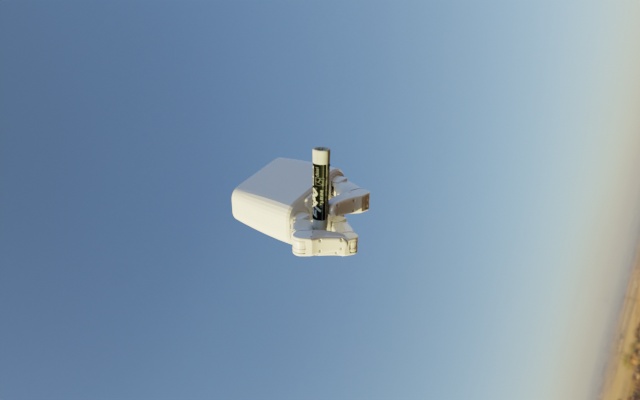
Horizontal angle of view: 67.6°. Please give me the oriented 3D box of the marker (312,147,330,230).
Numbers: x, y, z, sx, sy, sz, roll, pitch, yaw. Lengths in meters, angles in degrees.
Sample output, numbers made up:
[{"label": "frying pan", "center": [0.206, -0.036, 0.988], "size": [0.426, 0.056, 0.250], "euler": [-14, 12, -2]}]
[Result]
[{"label": "marker", "center": [0.000, 0.002, 0.525], "size": [0.020, 0.121, 0.020], "euler": [1, 21, 0]}]
